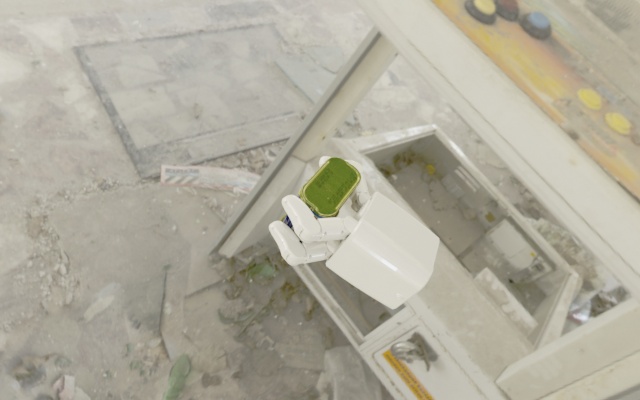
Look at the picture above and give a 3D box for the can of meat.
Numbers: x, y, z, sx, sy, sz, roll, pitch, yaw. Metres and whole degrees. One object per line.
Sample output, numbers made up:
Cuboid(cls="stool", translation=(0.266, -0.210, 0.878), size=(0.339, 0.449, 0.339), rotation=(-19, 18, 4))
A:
Cuboid(cls="can of meat", translation=(0.000, 0.002, 0.615), size=(0.102, 0.057, 0.084), rotation=(-51, -3, -40))
